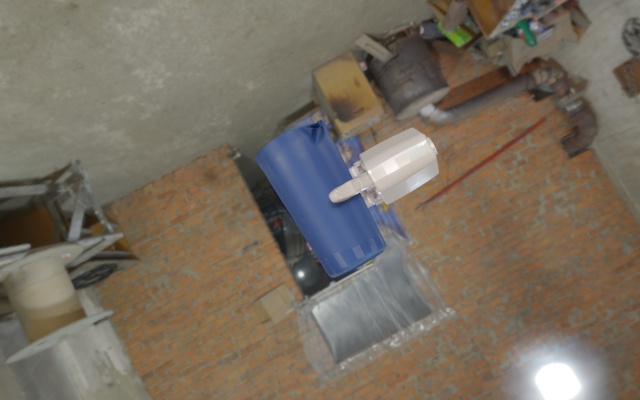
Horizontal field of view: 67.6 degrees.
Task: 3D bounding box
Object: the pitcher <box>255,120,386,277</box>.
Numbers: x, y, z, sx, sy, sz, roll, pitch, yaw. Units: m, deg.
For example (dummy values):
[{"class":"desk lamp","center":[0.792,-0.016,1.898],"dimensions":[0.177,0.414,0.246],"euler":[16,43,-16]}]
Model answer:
[{"class":"pitcher","center":[0.000,0.003,0.798],"dimensions":[0.145,0.243,0.149],"euler":[-30,-5,7]}]
